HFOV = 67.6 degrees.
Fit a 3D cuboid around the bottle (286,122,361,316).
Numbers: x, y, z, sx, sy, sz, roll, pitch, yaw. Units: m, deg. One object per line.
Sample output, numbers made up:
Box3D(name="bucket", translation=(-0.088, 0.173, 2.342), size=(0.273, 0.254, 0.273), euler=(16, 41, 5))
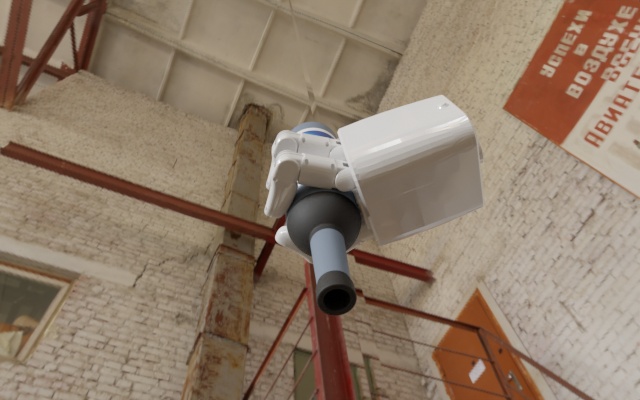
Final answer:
Box3D(name="bottle", translation=(0.000, 0.001, 0.453), size=(0.069, 0.069, 0.295), euler=(0, 27, -5))
